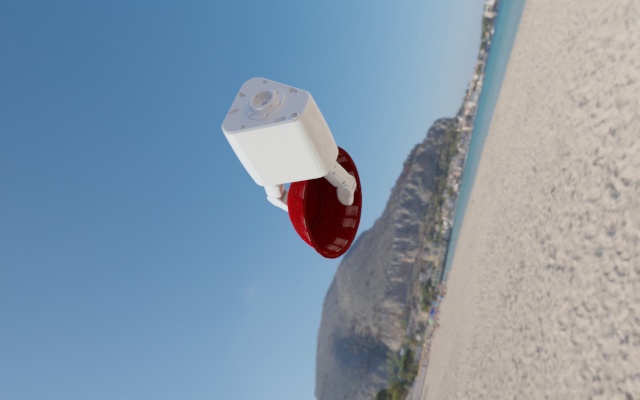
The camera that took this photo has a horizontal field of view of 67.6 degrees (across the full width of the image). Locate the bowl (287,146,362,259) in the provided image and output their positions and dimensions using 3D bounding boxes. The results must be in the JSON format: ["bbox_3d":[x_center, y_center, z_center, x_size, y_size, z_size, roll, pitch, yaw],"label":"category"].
[{"bbox_3d":[0.000,0.003,0.695,0.055,0.162,0.162,1,0,33],"label":"bowl"}]
